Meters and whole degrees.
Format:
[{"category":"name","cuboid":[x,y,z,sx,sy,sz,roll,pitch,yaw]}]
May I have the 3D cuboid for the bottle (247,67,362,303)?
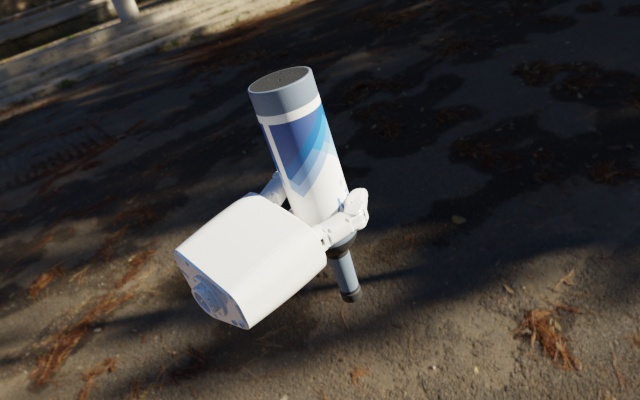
[{"category":"bottle","cuboid":[0.000,0.002,0.543,0.069,0.296,0.069,-14,30,8]}]
